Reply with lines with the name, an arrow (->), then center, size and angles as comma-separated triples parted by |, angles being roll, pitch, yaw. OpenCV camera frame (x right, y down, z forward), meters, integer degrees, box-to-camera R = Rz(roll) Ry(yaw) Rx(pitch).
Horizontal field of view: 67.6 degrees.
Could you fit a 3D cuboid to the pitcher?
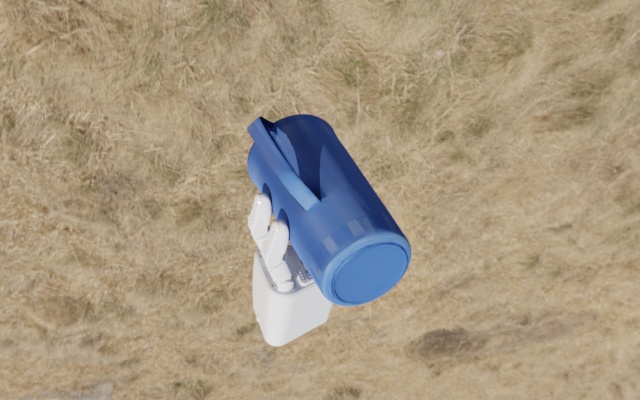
pitcher -> 0.000, 0.002, 0.578 | 0.149, 0.145, 0.242 | -6, 39, -24
